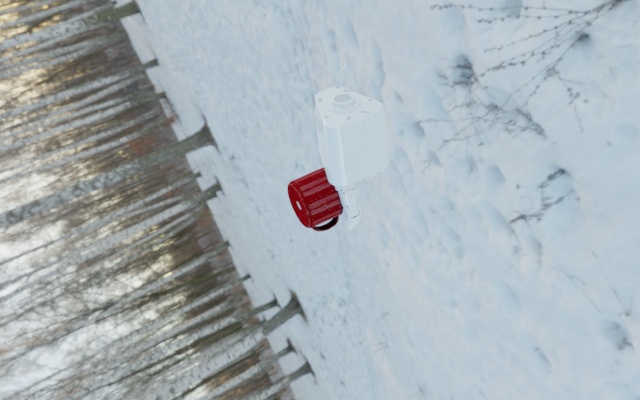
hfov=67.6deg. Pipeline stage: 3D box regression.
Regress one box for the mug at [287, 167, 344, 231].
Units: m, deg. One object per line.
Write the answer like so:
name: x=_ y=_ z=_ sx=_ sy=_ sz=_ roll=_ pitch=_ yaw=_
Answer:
mug: x=0.000 y=0.004 z=0.782 sx=0.081 sy=0.117 sz=0.093 roll=-24 pitch=42 yaw=-17
